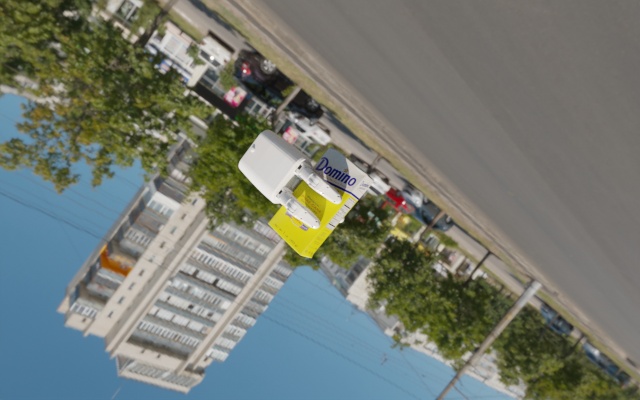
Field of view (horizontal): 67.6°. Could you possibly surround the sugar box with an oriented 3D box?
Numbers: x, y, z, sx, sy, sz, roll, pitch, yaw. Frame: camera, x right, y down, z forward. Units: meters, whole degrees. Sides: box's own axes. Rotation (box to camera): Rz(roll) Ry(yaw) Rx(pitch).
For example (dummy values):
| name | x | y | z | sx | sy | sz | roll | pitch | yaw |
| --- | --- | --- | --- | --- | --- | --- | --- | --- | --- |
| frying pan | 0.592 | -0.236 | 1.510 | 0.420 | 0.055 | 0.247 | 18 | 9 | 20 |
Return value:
| name | x | y | z | sx | sy | sz | roll | pitch | yaw |
| --- | --- | --- | --- | --- | --- | --- | --- | --- | --- |
| sugar box | 0.000 | 0.003 | 0.823 | 0.093 | 0.176 | 0.048 | 40 | 7 | 28 |
